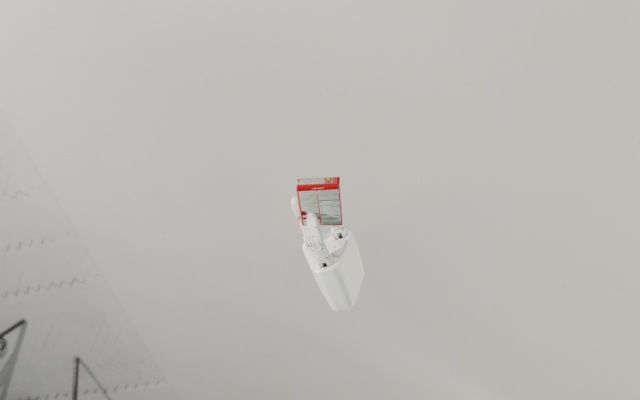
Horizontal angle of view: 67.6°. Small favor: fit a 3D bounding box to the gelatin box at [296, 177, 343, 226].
[{"bbox_3d":[0.000,0.003,0.832,0.073,0.089,0.030,-2,38,6],"label":"gelatin box"}]
